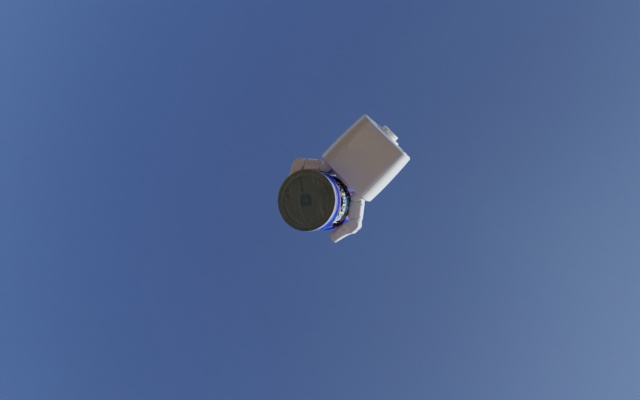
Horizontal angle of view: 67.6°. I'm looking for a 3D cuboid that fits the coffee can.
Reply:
[{"bbox_3d":[0.000,0.003,0.846,0.103,0.103,0.140,0,-3,20],"label":"coffee can"}]
